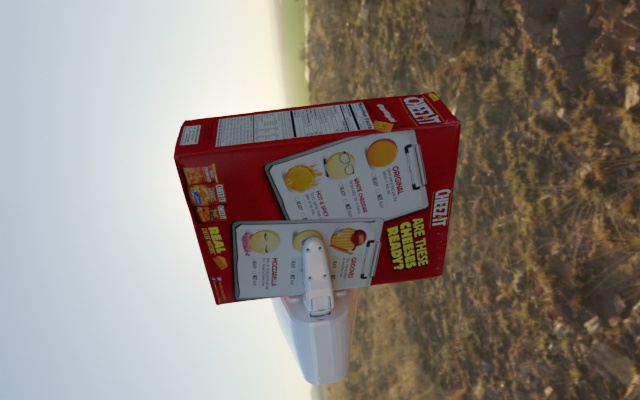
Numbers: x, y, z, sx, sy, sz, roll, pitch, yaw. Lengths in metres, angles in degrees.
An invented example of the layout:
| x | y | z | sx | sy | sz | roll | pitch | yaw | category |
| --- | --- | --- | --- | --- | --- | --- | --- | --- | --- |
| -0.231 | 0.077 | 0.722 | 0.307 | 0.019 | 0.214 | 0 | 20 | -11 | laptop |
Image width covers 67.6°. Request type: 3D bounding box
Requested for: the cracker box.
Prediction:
| x | y | z | sx | sy | sz | roll | pitch | yaw | category |
| --- | --- | --- | --- | --- | --- | --- | --- | --- | --- |
| 0.000 | 0.001 | 0.417 | 0.214 | 0.164 | 0.072 | -7 | 37 | -4 | cracker box |
